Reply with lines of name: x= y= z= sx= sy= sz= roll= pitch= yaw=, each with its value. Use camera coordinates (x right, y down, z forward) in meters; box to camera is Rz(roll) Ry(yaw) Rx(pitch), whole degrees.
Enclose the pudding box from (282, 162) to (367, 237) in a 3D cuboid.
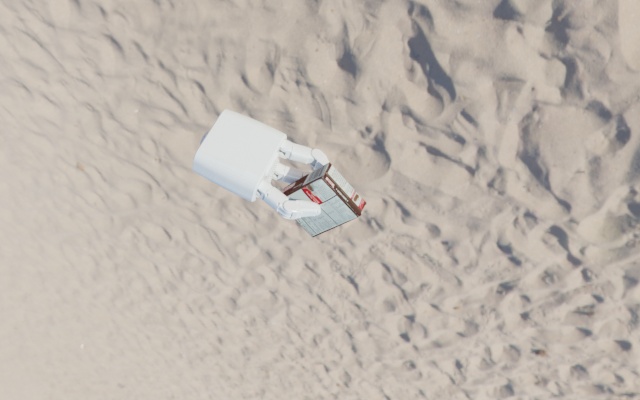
pudding box: x=0.000 y=0.003 z=0.743 sx=0.113 sy=0.090 sz=0.039 roll=-25 pitch=27 yaw=43
